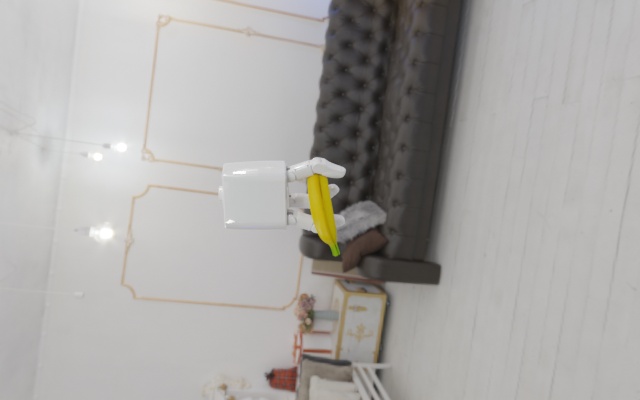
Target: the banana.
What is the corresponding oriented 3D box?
[{"bbox_3d":[-0.001,-0.005,0.810,0.037,0.197,0.070,-9,-33,0],"label":"banana"}]
